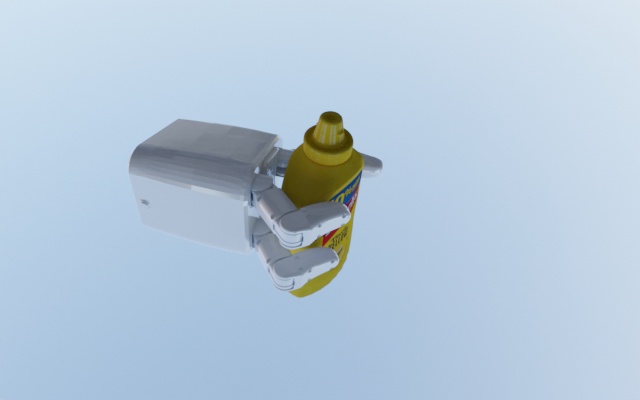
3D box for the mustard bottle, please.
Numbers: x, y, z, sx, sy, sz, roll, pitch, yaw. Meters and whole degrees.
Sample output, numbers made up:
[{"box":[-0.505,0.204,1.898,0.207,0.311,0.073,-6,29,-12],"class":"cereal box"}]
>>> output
[{"box":[0.000,0.002,0.438,0.058,0.192,0.096,31,50,23],"class":"mustard bottle"}]
